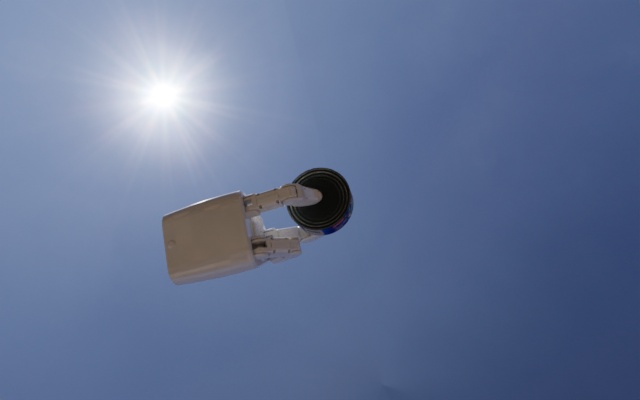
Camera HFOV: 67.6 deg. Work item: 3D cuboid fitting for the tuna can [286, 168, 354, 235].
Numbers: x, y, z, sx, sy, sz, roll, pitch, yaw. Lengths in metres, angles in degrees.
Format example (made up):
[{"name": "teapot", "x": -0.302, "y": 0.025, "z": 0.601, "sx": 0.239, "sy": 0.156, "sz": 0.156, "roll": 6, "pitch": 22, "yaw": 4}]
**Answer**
[{"name": "tuna can", "x": 0.000, "y": 0.002, "z": 0.630, "sx": 0.086, "sy": 0.086, "sz": 0.034, "roll": 0, "pitch": -19, "yaw": 13}]
